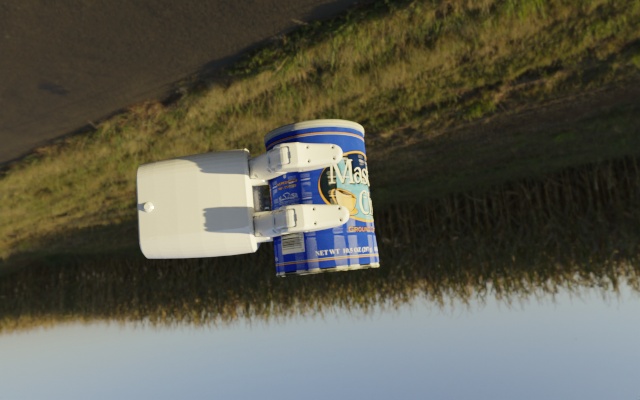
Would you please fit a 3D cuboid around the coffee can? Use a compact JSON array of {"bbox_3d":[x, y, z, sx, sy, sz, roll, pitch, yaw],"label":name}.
[{"bbox_3d":[0.000,0.001,0.480,0.103,0.140,0.103,-6,-8,-1],"label":"coffee can"}]
